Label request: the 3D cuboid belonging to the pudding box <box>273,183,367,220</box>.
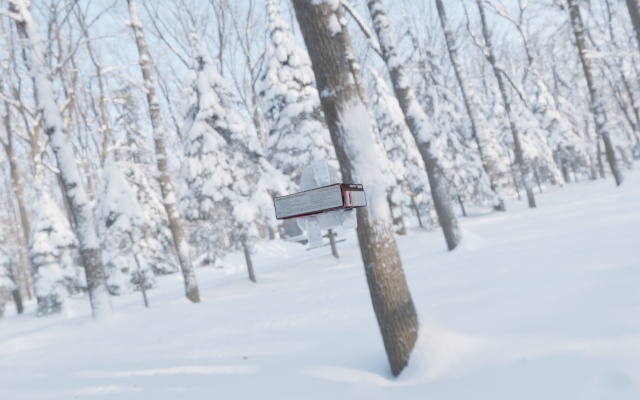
[{"bbox_3d":[0.000,0.002,0.707,0.113,0.039,0.090,-14,-4,25],"label":"pudding box"}]
